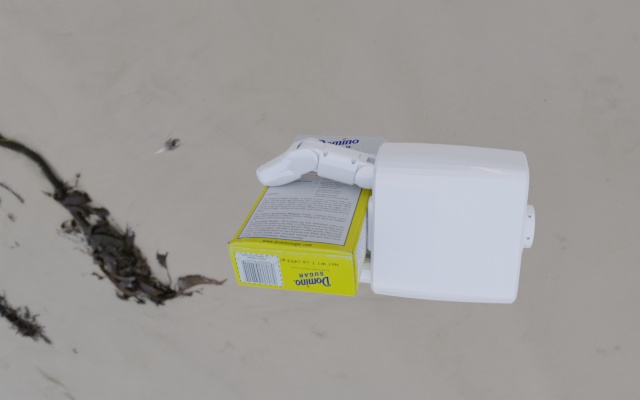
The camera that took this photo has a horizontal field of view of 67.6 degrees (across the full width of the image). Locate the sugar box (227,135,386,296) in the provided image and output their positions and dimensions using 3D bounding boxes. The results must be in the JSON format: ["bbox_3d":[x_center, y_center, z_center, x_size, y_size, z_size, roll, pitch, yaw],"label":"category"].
[{"bbox_3d":[0.000,0.002,0.402,0.093,0.048,0.176,4,32,15],"label":"sugar box"}]
